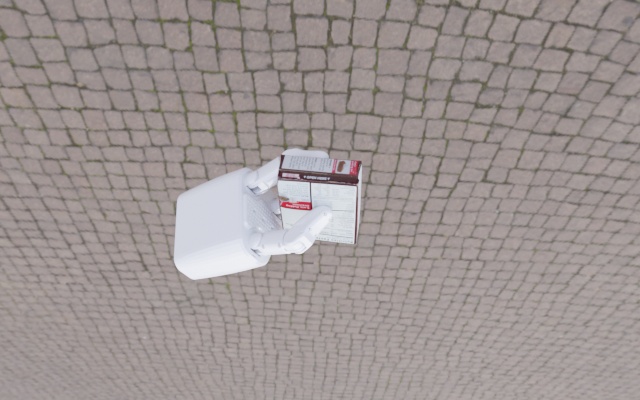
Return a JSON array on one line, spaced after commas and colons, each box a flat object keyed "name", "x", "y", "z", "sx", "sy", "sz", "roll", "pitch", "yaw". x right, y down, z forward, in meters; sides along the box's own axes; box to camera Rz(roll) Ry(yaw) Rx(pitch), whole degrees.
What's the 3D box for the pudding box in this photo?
[{"name": "pudding box", "x": 0.000, "y": 0.002, "z": 0.540, "sx": 0.090, "sy": 0.039, "sz": 0.114, "roll": 4, "pitch": -38, "yaw": 5}]
